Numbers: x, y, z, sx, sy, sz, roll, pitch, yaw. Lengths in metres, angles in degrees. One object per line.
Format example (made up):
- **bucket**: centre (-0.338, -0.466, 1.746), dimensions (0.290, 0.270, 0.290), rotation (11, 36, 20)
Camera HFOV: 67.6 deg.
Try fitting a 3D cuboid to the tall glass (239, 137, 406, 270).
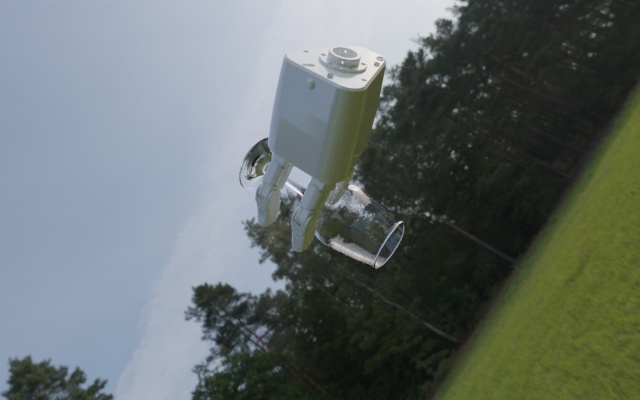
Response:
- **tall glass**: centre (0.000, 0.002, 0.567), dimensions (0.201, 0.079, 0.079), rotation (33, 14, 23)
